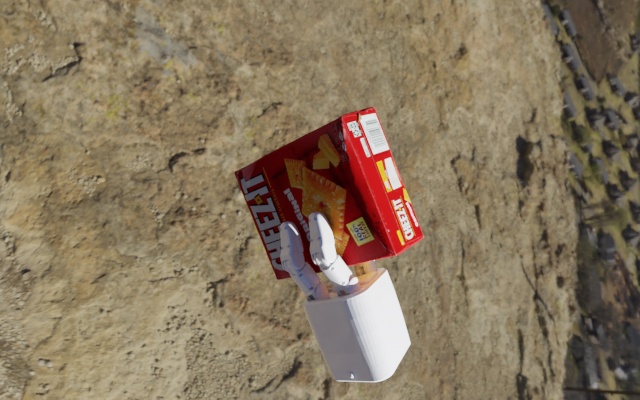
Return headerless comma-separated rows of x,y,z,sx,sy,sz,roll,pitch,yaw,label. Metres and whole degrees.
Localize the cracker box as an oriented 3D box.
0.000,0.002,0.597,0.214,0.164,0.072,-20,2,44,cracker box
